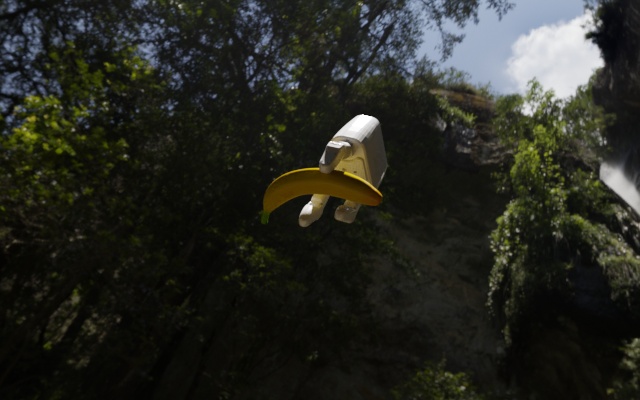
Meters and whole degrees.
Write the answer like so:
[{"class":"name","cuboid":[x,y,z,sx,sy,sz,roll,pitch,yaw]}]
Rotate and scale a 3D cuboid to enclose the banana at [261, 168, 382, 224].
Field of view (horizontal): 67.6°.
[{"class":"banana","cuboid":[-0.009,-0.014,0.687,0.198,0.070,0.037,-10,20,28]}]
